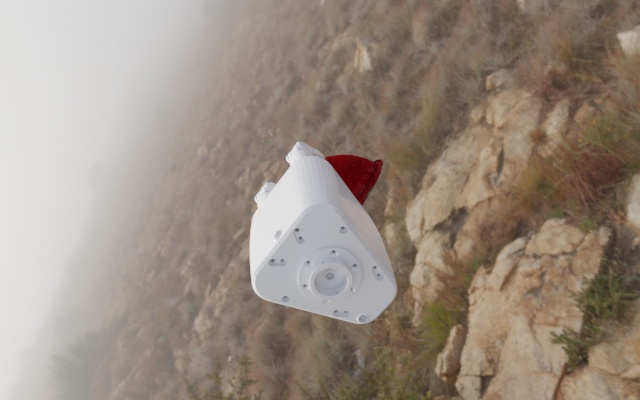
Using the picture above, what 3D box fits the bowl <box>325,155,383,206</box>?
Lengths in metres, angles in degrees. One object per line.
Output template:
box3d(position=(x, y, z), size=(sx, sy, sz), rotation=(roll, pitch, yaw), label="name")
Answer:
box3d(position=(0.000, 0.001, 0.549), size=(0.055, 0.162, 0.162), rotation=(37, -5, -6), label="bowl")
